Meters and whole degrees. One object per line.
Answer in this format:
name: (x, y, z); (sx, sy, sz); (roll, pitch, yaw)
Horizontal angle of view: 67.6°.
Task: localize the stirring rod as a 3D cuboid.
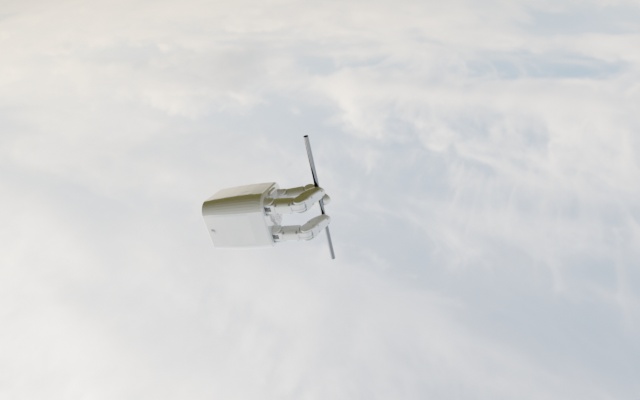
stirring rod: (0.000, 0.002, 0.784); (0.011, 0.240, 0.011); (-9, 32, 6)
